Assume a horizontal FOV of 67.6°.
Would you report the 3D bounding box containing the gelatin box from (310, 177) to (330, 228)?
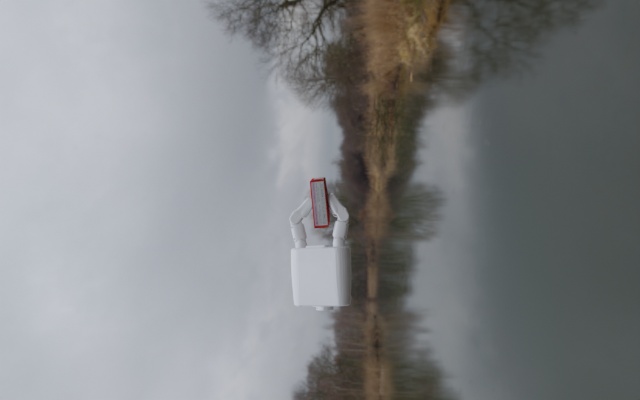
[{"bbox_3d":[0.000,0.003,0.893,0.030,0.089,0.073,-6,6,3],"label":"gelatin box"}]
